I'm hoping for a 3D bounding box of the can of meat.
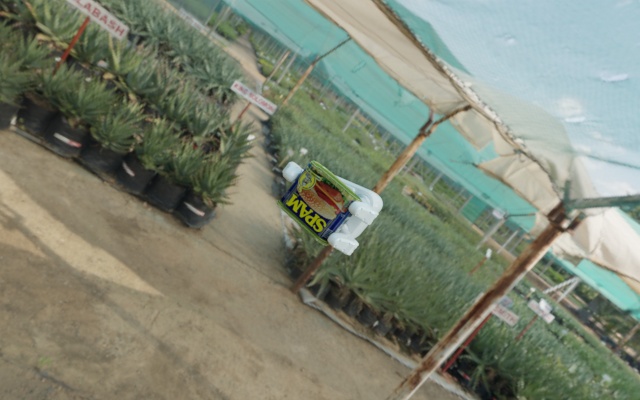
[{"bbox_3d":[0.000,0.002,0.710,0.102,0.084,0.057,41,10,15],"label":"can of meat"}]
